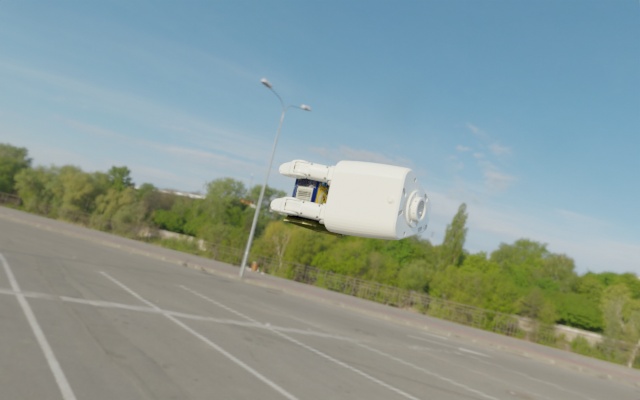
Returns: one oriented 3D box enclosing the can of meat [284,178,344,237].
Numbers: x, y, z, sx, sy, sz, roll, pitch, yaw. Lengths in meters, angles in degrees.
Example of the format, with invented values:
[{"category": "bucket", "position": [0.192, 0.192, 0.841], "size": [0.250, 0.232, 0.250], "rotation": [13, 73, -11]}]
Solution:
[{"category": "can of meat", "position": [0.000, 0.002, 0.717], "size": [0.057, 0.084, 0.102], "rotation": [7, -9, 38]}]
